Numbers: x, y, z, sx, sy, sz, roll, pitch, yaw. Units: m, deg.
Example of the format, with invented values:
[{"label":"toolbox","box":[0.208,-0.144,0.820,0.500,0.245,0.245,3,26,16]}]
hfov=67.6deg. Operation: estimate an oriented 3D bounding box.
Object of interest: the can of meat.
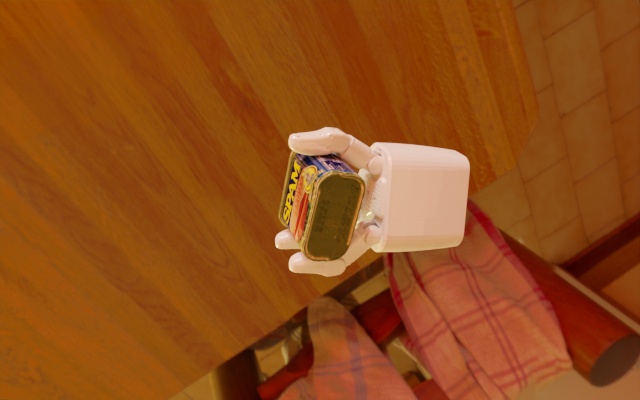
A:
[{"label":"can of meat","box":[0.000,0.002,0.496,0.057,0.102,0.084,4,23,-23]}]
